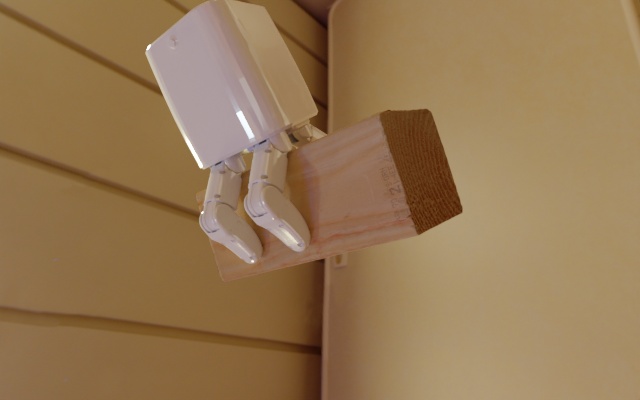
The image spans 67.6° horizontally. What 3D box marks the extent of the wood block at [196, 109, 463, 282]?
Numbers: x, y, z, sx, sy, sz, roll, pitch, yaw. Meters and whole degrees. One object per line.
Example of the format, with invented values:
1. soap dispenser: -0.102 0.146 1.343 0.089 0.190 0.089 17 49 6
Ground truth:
1. wood block: 0.000 0.001 0.413 0.206 0.090 0.091 -18 -1 38
